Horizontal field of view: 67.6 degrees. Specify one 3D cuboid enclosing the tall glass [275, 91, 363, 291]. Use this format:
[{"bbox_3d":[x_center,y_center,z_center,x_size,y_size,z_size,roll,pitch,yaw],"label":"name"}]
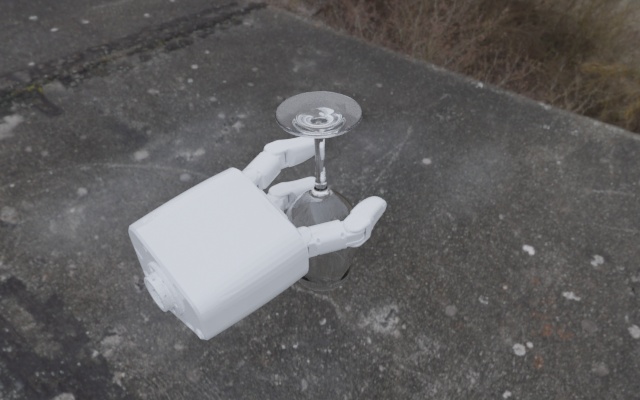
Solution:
[{"bbox_3d":[0.000,0.001,0.467,0.079,0.201,0.079,-1,41,1],"label":"tall glass"}]
